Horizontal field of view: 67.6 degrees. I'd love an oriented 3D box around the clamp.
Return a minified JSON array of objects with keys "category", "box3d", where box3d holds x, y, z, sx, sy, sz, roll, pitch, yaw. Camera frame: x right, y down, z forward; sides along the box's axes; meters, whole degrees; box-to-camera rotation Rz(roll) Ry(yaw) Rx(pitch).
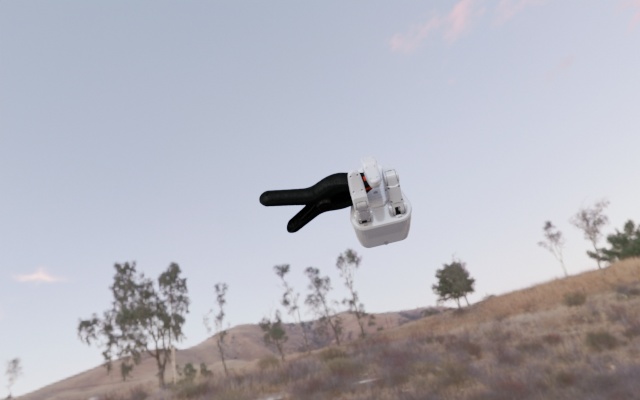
[{"category":"clamp","box3d":[0.000,0.002,0.752,0.171,0.039,0.120,-13,-26,4]}]
